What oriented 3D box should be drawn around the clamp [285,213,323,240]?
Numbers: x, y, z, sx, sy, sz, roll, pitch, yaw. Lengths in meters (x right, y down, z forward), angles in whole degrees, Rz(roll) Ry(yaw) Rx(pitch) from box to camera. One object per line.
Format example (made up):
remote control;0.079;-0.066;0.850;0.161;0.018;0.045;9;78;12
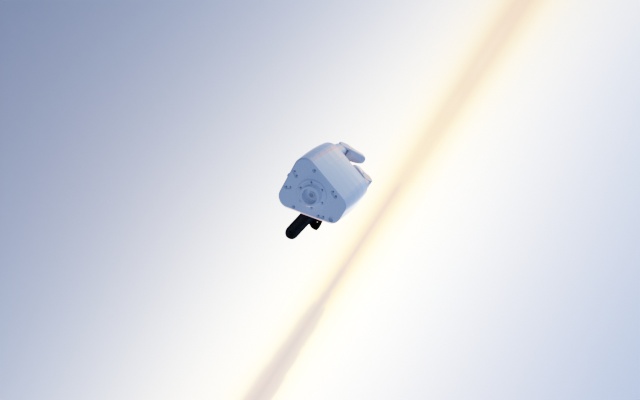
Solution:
clamp;0.001;0.003;0.866;0.039;0.171;0.120;36;27;11
